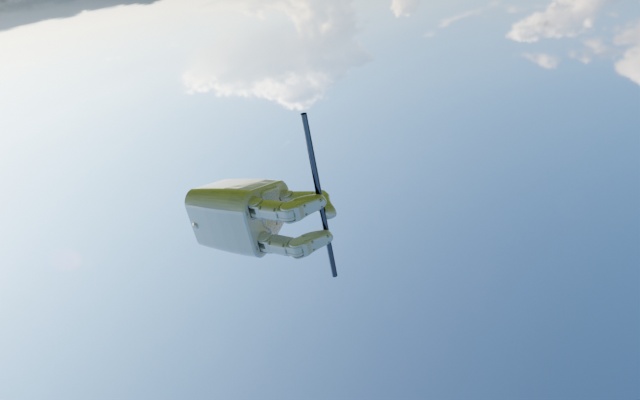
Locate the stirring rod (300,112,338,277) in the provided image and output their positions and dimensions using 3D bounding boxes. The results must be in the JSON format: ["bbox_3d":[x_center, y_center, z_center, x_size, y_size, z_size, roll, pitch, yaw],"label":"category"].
[{"bbox_3d":[0.000,0.002,0.618,0.011,0.240,0.011,-8,28,5],"label":"stirring rod"}]
